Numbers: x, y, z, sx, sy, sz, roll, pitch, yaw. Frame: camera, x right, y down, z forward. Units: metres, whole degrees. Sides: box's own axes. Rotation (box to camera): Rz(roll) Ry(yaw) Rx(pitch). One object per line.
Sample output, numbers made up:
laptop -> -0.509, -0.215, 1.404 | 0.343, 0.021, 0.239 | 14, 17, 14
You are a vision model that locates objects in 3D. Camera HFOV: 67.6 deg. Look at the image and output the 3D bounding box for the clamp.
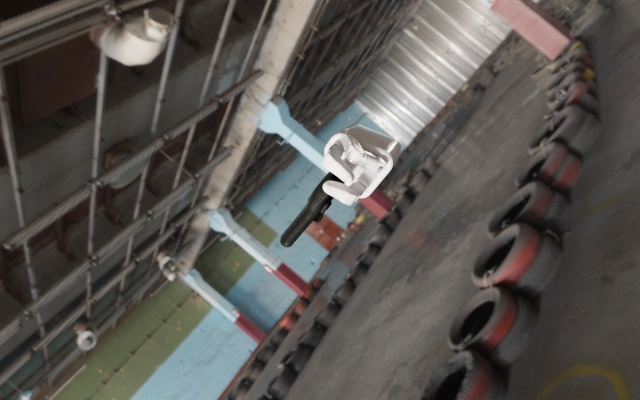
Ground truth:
clamp -> 0.000, 0.002, 0.826 | 0.039, 0.171, 0.120 | 40, 28, 2
